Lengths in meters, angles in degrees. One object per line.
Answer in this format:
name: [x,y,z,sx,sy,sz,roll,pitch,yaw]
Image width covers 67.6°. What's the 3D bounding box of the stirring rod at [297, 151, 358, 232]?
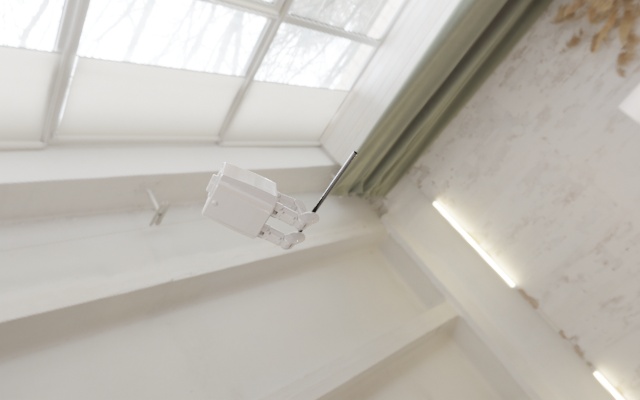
stirring rod: [0.000,0.003,0.869,0.011,0.011,0.240,0,-44,-43]
